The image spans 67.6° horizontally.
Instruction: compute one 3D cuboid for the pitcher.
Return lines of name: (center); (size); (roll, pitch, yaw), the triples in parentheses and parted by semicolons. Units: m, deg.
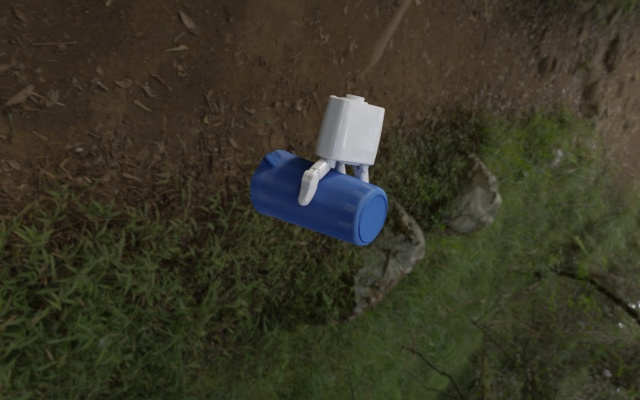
pitcher: (0.000, 0.003, 0.895); (0.243, 0.145, 0.149); (20, 12, 33)
